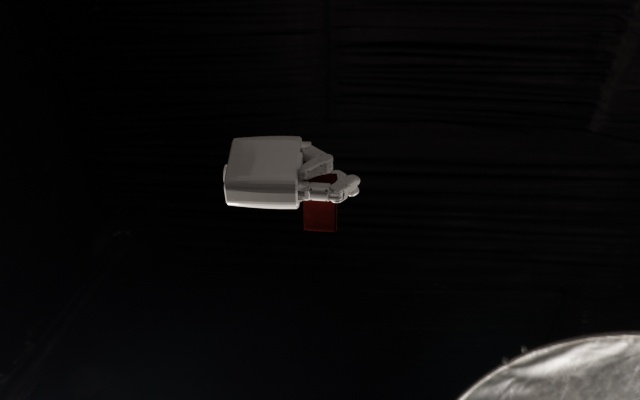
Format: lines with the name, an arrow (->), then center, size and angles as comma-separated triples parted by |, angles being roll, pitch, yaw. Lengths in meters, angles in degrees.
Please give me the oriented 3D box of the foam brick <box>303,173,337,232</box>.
foam brick -> 0.000, 0.003, 0.743 | 0.051, 0.078, 0.053 | 0, 35, 1
